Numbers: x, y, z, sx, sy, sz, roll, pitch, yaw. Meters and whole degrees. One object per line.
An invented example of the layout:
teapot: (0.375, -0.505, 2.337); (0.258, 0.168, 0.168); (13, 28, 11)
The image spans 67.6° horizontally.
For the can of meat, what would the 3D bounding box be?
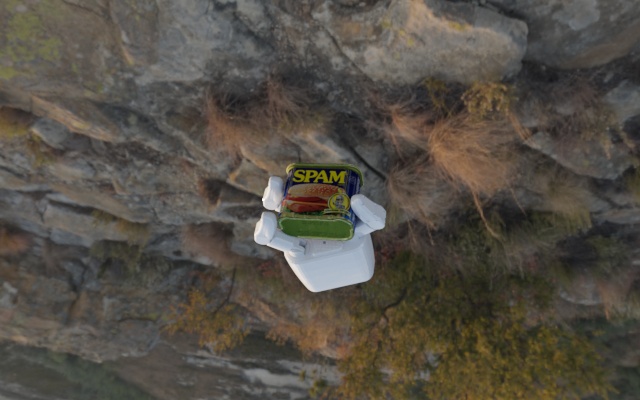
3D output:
can of meat: (0.000, 0.002, 0.613); (0.102, 0.084, 0.057); (2, -33, 13)
